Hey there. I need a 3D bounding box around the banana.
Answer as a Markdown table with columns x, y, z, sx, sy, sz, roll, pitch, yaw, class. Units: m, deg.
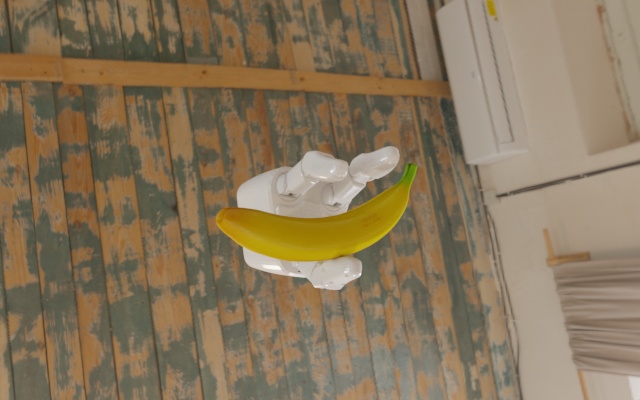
| x | y | z | sx | sy | sz | roll | pitch | yaw | class |
| --- | --- | --- | --- | --- | --- | --- | --- | --- | --- |
| 0.006 | 0.019 | 0.418 | 0.198 | 0.069 | 0.037 | -15 | 9 | -29 | banana |
